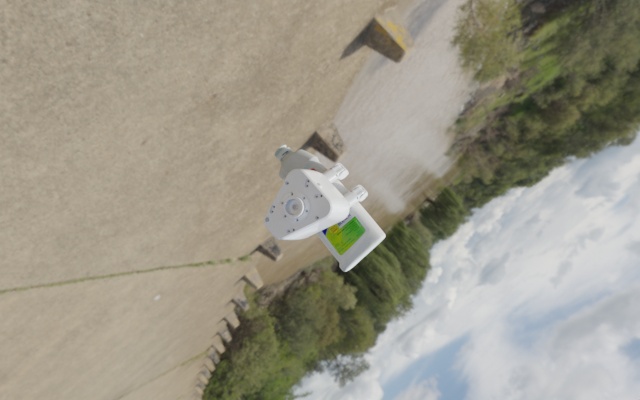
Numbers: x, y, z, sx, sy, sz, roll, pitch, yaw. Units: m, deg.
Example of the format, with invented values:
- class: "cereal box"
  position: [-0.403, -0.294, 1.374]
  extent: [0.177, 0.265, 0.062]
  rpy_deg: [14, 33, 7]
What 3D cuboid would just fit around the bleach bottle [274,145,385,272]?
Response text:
- class: "bleach bottle"
  position: [0.000, 0.003, 0.871]
  extent: [0.102, 0.251, 0.068]
  rpy_deg: [-44, -12, 10]
